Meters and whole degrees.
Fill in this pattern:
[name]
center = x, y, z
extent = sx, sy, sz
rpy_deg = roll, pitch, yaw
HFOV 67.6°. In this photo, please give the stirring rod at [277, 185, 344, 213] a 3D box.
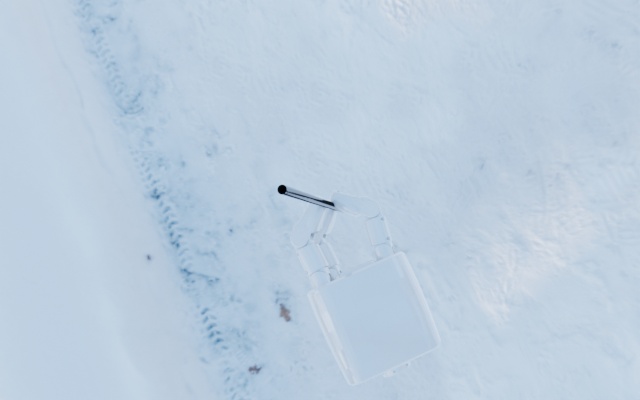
[stirring rod]
center = 0.000, 0.002, 0.492
extent = 0.011, 0.011, 0.239
rpy_deg = 0, -5, 15
